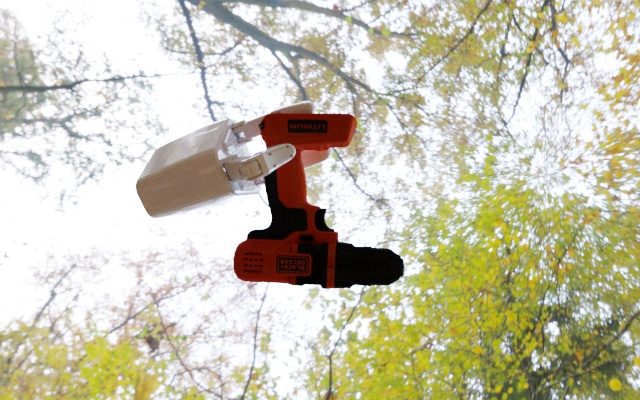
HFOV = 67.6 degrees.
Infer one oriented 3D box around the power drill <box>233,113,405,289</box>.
[{"bbox_3d":[0.000,0.001,0.519,0.184,0.187,0.057,2,-4,1],"label":"power drill"}]
